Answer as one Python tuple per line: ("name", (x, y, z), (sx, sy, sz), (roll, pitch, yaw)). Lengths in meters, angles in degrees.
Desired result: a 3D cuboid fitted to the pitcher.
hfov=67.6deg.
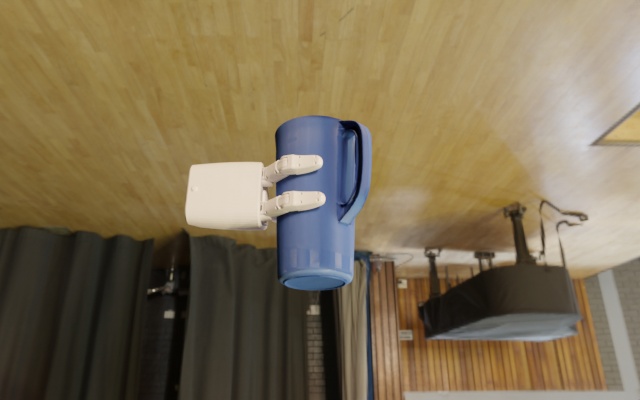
("pitcher", (0.000, 0.002, 0.709), (0.145, 0.242, 0.149), (0, -22, 0))
